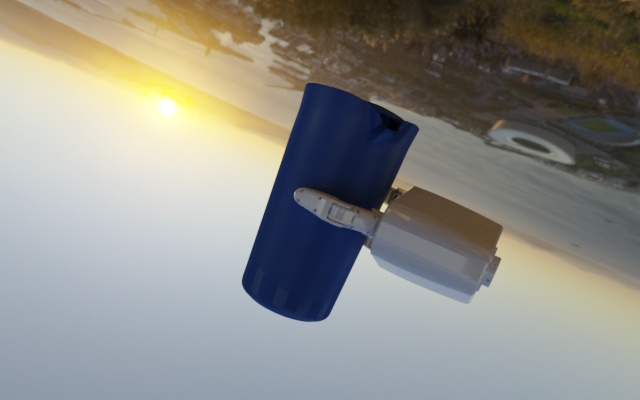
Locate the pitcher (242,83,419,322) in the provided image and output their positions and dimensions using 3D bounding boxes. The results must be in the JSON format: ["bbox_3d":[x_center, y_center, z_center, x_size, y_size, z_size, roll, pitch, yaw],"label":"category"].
[{"bbox_3d":[0.000,0.002,0.541,0.145,0.243,0.149,24,5,20],"label":"pitcher"}]
